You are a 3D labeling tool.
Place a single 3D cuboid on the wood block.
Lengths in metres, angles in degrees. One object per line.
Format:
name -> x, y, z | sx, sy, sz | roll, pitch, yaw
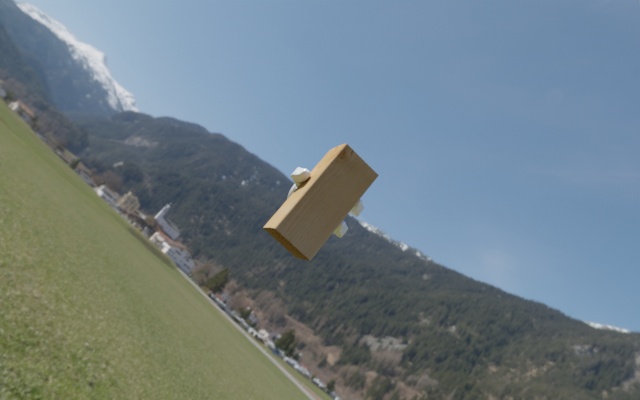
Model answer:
wood block -> 0.000, 0.003, 0.893 | 0.091, 0.206, 0.090 | 43, -15, -13
